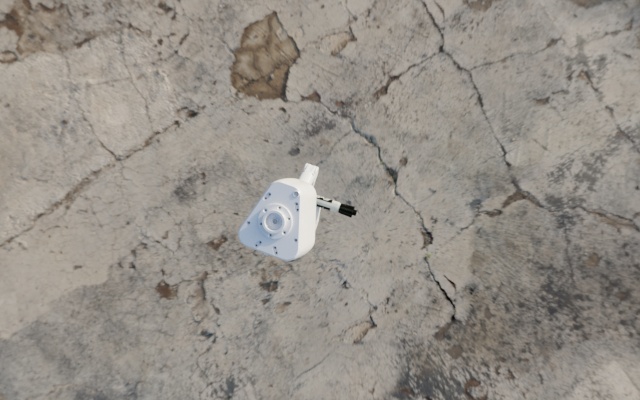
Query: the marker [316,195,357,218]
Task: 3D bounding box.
[{"bbox_3d":[0.000,0.003,0.769,0.121,0.020,0.020,18,2,8],"label":"marker"}]
